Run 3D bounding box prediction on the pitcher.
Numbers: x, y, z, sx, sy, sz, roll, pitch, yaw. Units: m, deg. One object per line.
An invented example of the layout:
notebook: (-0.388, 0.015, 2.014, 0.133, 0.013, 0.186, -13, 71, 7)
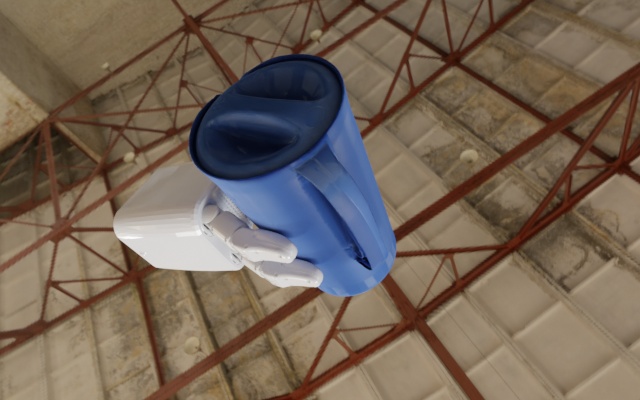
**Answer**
pitcher: (0.000, 0.001, 0.450, 0.145, 0.149, 0.243, -6, -37, 21)
